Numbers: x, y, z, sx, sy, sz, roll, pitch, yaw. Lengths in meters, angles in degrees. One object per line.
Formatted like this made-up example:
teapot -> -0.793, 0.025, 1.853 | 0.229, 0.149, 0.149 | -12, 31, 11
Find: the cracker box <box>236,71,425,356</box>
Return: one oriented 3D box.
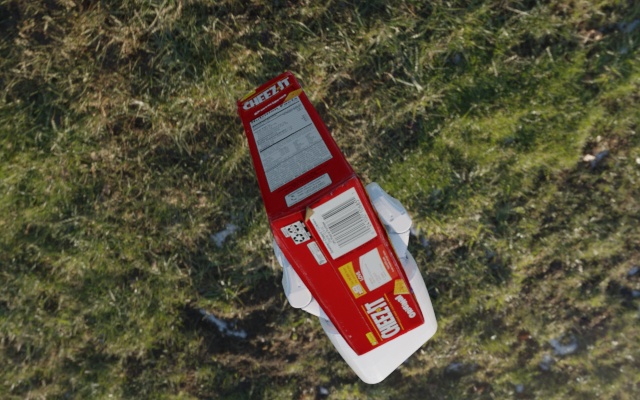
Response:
cracker box -> 0.000, 0.001, 0.424 | 0.072, 0.164, 0.213 | -28, 35, 2
